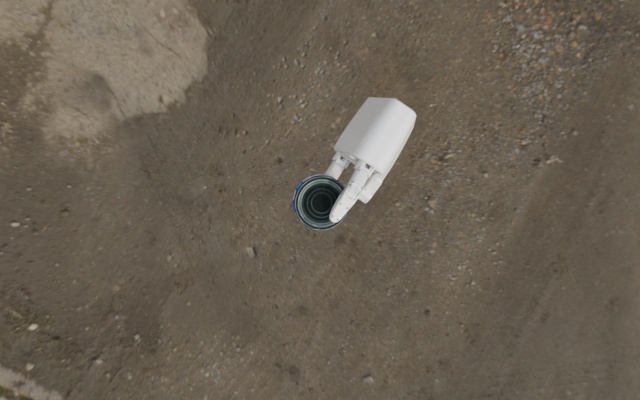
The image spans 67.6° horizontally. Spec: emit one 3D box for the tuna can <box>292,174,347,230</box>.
[{"bbox_3d":[0.000,0.003,0.734,0.086,0.086,0.033,0,8,-8],"label":"tuna can"}]
